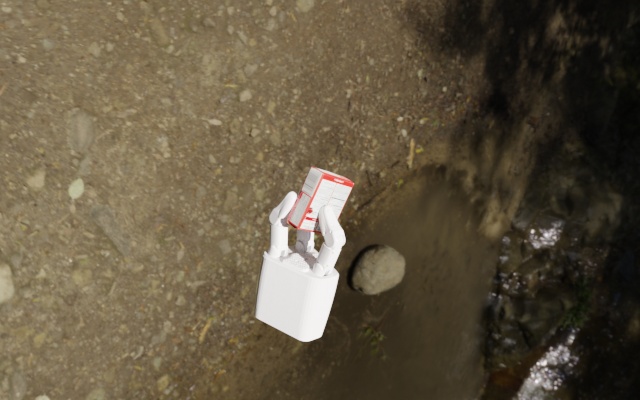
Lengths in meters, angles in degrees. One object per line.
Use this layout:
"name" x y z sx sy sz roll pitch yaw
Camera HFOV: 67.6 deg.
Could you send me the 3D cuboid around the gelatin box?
"gelatin box" 0.001 0.002 0.686 0.030 0.089 0.073 33 12 40
